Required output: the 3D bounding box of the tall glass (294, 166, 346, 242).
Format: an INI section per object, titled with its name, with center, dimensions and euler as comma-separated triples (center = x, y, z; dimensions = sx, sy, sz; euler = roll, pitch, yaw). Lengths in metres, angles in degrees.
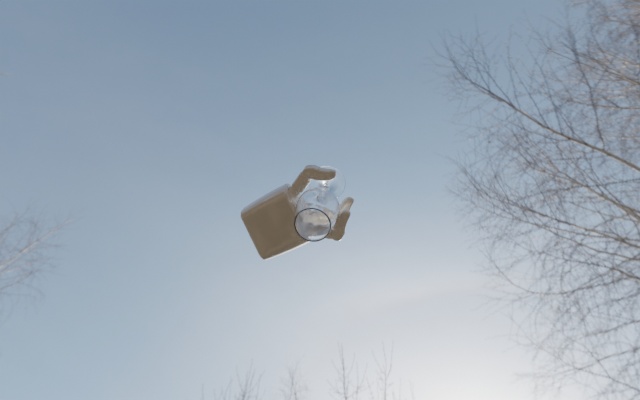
[tall glass]
center = 0.000, 0.002, 0.873
dimensions = 0.079, 0.079, 0.201
euler = 0, 22, 8
